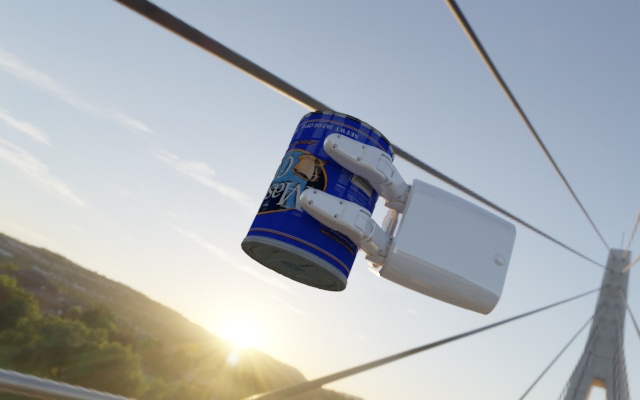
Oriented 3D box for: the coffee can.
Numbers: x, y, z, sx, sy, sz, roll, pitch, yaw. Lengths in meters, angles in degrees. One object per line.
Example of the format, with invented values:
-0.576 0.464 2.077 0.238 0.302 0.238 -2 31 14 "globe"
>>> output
0.000 0.002 0.454 0.103 0.140 0.103 20 -21 8 "coffee can"
